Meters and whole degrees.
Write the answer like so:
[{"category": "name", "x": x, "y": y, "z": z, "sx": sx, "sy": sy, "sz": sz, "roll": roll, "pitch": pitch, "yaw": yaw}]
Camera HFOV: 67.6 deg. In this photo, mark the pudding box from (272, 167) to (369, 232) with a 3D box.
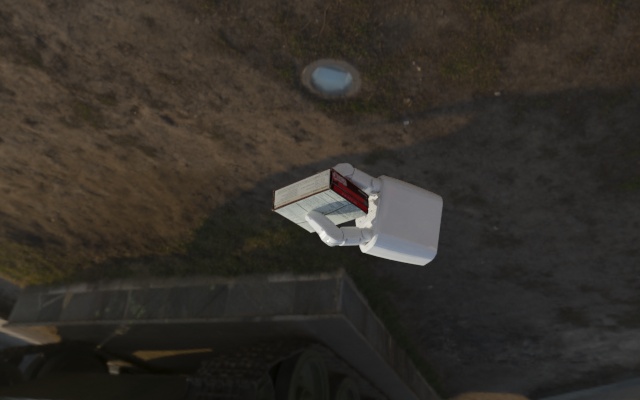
[{"category": "pudding box", "x": 0.000, "y": 0.002, "z": 0.690, "sx": 0.113, "sy": 0.039, "sz": 0.090, "roll": -21, "pitch": -39, "yaw": 34}]
